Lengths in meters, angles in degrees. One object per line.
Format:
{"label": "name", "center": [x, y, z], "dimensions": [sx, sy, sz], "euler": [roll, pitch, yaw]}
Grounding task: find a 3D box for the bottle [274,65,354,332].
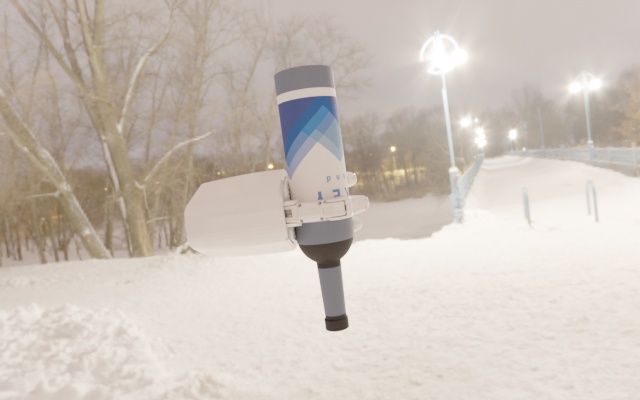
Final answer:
{"label": "bottle", "center": [0.000, 0.002, 0.544], "dimensions": [0.069, 0.296, 0.069], "euler": [-8, 3, 0]}
